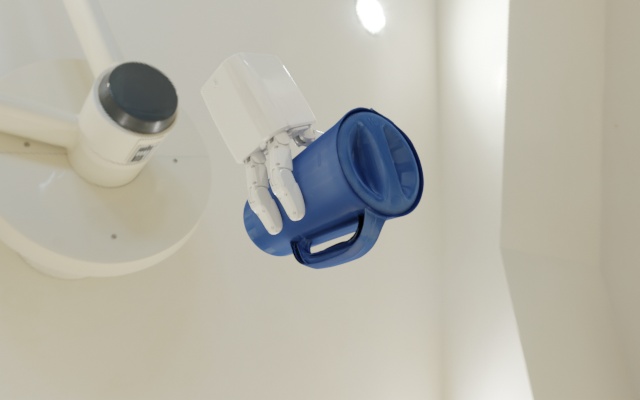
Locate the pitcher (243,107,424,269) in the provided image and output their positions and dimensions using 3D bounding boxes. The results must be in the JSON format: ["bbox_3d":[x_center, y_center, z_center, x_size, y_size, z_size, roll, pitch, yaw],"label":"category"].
[{"bbox_3d":[0.000,0.002,0.610,0.149,0.145,0.243,-31,1,-43],"label":"pitcher"}]
